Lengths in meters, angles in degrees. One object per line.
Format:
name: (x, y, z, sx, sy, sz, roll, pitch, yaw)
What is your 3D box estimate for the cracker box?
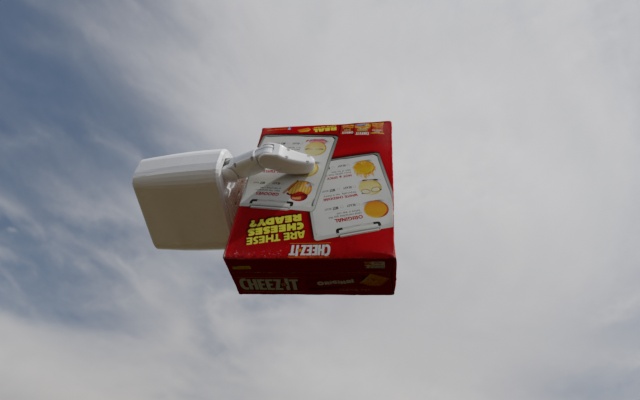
cracker box: (0.000, 0.001, 0.534, 0.164, 0.072, 0.213, -2, 44, 9)
